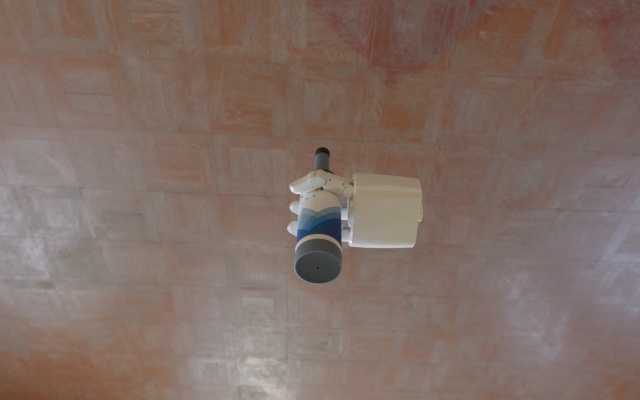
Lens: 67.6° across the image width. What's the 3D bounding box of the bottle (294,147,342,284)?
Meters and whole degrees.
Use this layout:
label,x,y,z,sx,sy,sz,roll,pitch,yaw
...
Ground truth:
label,x,y,z,sx,sy,sz,roll,pitch,yaw
bottle,0.000,0.003,0.771,0.069,0.069,0.295,0,38,2
